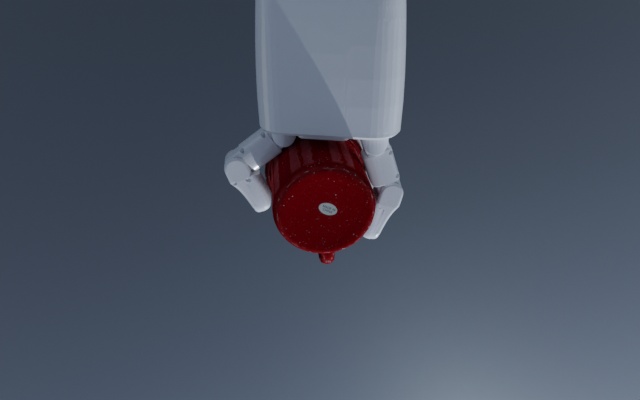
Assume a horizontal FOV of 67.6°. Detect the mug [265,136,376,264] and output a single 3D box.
[{"bbox_3d":[0.000,0.003,0.409,0.093,0.117,0.081,-4,28,-4],"label":"mug"}]
